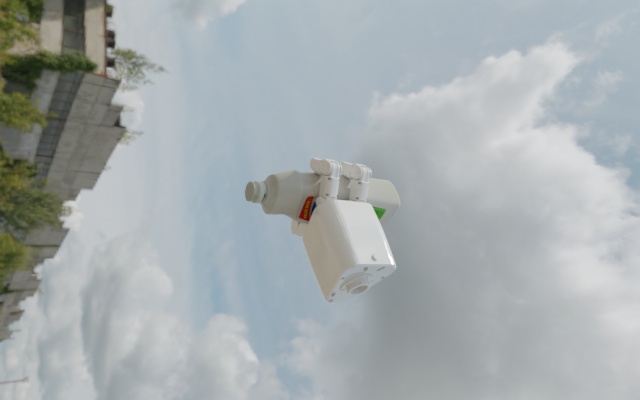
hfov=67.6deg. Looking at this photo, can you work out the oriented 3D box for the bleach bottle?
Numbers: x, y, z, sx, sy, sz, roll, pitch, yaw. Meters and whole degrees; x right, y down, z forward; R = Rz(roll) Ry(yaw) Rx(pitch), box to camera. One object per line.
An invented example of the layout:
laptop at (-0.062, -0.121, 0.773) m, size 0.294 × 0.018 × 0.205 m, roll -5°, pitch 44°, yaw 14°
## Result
bleach bottle at (0.000, 0.002, 0.732) m, size 0.251 × 0.068 × 0.103 m, roll 5°, pitch -40°, yaw -35°
